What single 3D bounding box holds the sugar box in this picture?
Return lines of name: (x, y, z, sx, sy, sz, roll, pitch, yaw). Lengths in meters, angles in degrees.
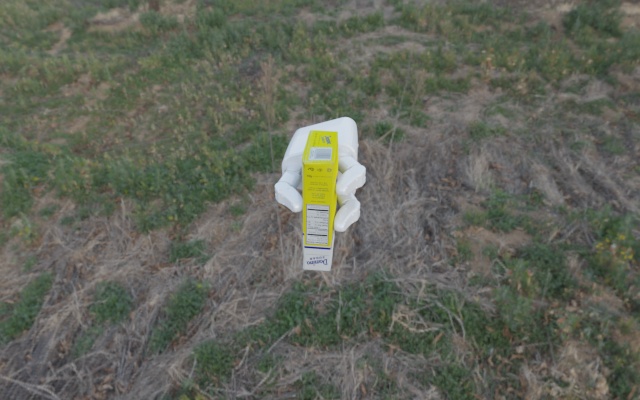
sugar box: (0.001, 0.002, 0.662, 0.048, 0.176, 0.093, 2, 34, 5)
